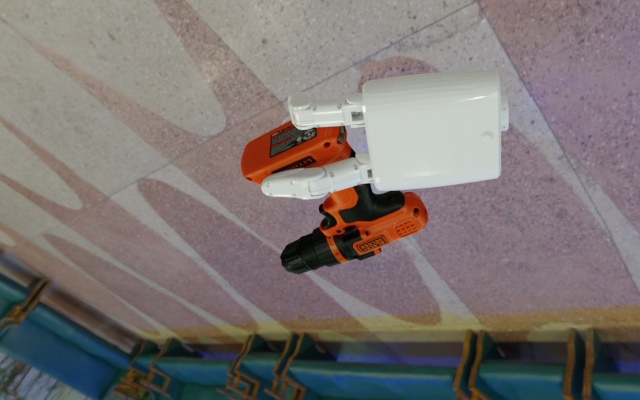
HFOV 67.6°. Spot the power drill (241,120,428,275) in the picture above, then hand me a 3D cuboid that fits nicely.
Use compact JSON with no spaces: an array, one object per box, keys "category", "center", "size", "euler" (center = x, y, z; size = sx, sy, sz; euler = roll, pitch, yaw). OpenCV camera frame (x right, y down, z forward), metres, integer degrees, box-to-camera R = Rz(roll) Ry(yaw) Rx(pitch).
[{"category":"power drill","center":[0.000,0.001,0.508],"size":[0.184,0.057,0.188],"euler":[-25,-46,18]}]
